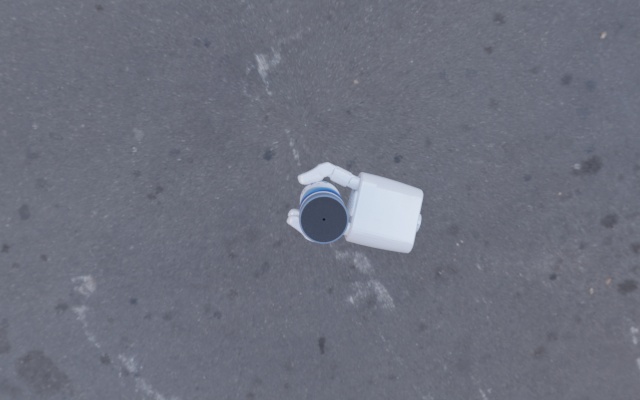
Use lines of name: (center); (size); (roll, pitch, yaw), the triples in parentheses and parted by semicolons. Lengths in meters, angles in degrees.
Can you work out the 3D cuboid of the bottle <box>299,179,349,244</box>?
bottle: (0.000, 0.003, 0.776); (0.069, 0.069, 0.295); (0, 9, -2)
